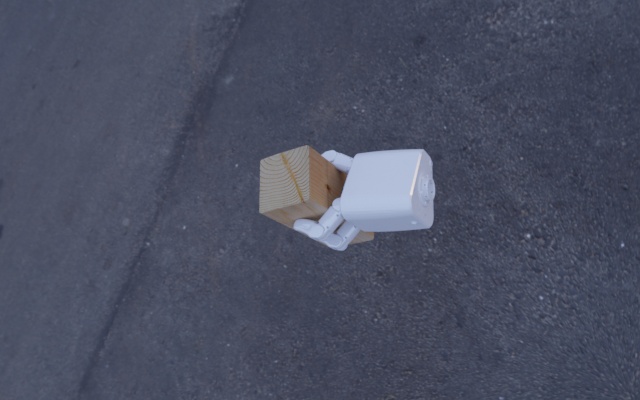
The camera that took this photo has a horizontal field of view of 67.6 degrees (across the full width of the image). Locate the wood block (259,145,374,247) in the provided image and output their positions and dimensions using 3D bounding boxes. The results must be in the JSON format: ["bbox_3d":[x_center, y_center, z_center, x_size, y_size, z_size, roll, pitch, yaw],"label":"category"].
[{"bbox_3d":[0.000,0.002,0.768,0.090,0.090,0.206,-14,-27,28],"label":"wood block"}]
